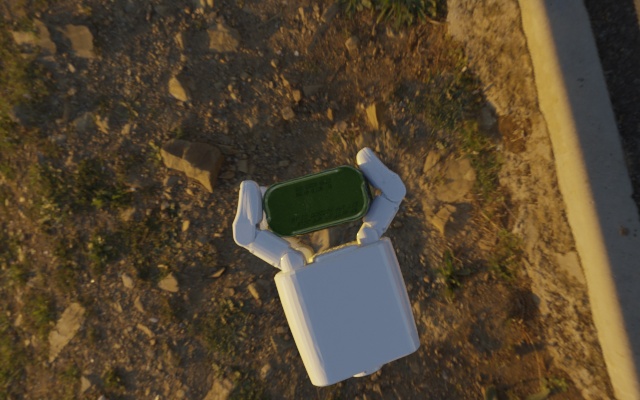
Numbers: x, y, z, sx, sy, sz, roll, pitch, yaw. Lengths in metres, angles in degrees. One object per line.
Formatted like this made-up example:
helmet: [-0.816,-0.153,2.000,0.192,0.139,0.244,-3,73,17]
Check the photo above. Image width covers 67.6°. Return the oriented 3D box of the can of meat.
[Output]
can of meat: [0.000,0.001,0.469,0.102,0.057,0.084,-15,-2,7]
